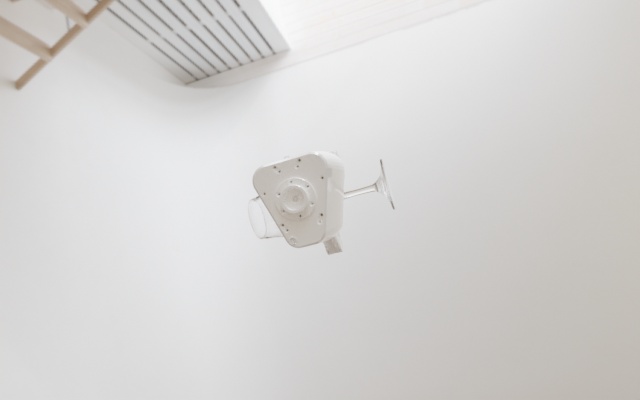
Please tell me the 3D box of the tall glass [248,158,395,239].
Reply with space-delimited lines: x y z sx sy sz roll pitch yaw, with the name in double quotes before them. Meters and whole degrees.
"tall glass" 0.001 0.002 0.684 0.201 0.079 0.079 -15 -3 11
